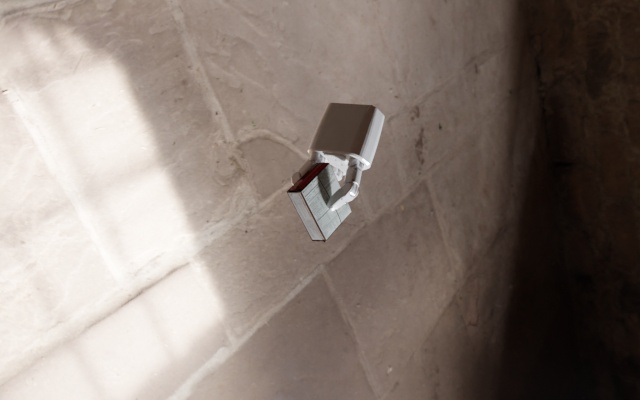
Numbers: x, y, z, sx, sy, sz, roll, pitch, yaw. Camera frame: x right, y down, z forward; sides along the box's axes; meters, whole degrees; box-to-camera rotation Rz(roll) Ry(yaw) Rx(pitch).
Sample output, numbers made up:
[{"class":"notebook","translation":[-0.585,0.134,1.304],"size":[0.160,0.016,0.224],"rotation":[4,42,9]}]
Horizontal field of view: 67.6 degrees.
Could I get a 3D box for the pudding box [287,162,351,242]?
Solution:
[{"class":"pudding box","translation":[0.000,0.003,0.840],"size":[0.039,0.113,0.090],"rotation":[1,37,45]}]
